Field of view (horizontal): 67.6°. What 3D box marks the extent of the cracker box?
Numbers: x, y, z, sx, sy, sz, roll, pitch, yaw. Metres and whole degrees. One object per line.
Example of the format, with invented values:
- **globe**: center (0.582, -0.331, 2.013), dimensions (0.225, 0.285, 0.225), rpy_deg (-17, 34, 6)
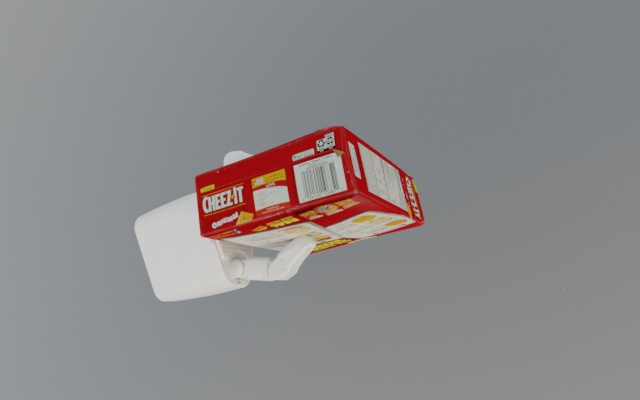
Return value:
- **cracker box**: center (0.000, 0.002, 0.513), dimensions (0.164, 0.072, 0.214), rpy_deg (-17, -17, 24)
